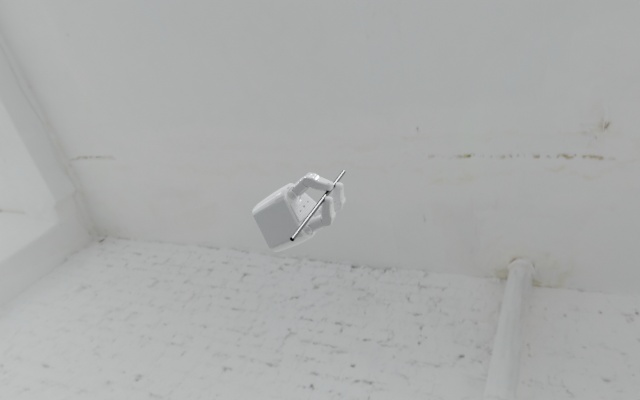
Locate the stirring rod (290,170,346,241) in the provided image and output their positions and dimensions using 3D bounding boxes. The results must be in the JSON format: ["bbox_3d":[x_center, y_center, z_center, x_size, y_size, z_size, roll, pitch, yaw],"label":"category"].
[{"bbox_3d":[0.000,0.003,0.877,0.011,0.011,0.239,0,31,27],"label":"stirring rod"}]
